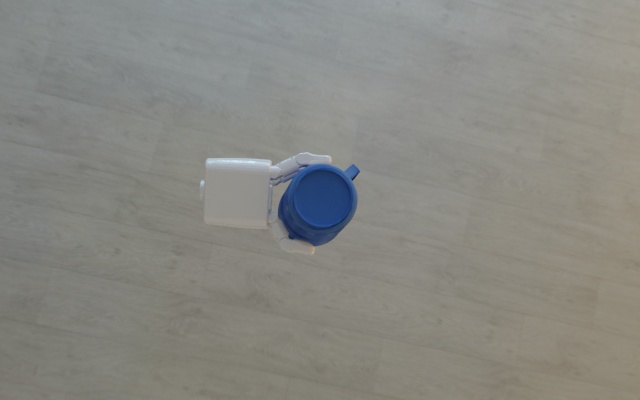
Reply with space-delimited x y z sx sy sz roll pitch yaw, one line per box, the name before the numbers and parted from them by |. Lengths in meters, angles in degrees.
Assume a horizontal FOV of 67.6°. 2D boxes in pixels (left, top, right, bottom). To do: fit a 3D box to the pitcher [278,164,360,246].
pitcher | 0.000 0.003 0.826 0.145 0.149 0.243 3 -7 -5
